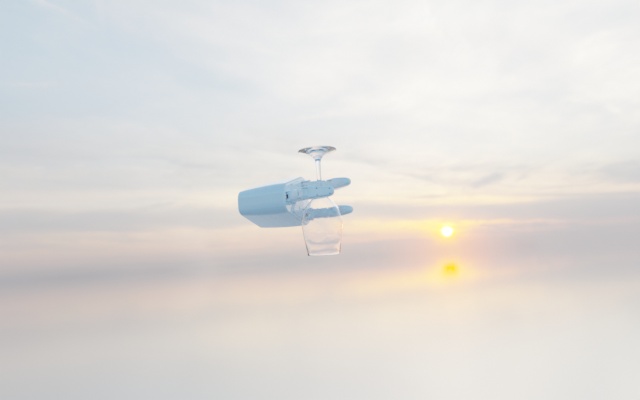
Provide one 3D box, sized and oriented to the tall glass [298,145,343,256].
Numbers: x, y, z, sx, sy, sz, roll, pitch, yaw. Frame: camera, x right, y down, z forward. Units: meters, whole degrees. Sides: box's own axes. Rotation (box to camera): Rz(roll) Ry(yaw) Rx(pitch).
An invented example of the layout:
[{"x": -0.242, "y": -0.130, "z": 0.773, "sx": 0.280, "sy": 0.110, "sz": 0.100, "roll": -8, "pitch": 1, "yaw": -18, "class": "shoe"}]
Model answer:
[{"x": 0.000, "y": 0.002, "z": 0.899, "sx": 0.079, "sy": 0.201, "sz": 0.079, "roll": -4, "pitch": -7, "yaw": 0, "class": "tall glass"}]
